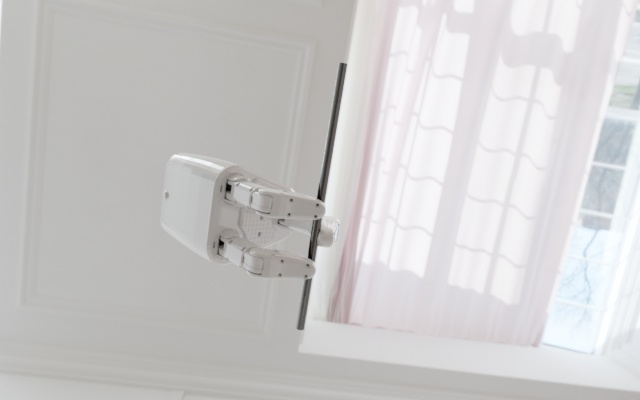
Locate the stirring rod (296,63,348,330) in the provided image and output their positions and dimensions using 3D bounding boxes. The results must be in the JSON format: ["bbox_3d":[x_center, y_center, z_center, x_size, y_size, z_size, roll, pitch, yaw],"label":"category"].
[{"bbox_3d":[0.000,0.001,0.423,0.011,0.239,0.011,9,9,-1],"label":"stirring rod"}]
